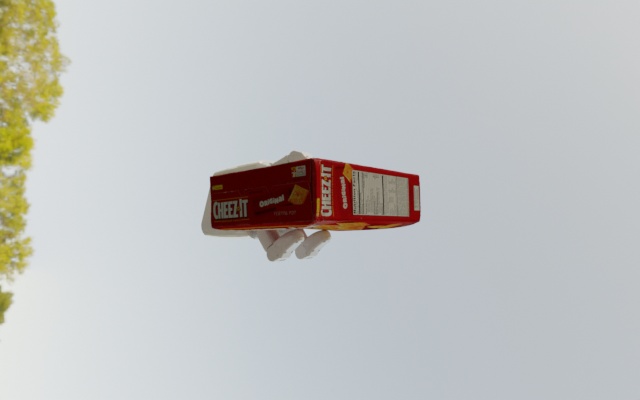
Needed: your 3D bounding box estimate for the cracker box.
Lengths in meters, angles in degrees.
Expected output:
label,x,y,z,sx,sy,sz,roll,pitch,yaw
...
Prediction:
label,x,y,z,sx,sy,sz,roll,pitch,yaw
cracker box,0.000,0.002,0.586,0.164,0.072,0.214,-6,-6,40
